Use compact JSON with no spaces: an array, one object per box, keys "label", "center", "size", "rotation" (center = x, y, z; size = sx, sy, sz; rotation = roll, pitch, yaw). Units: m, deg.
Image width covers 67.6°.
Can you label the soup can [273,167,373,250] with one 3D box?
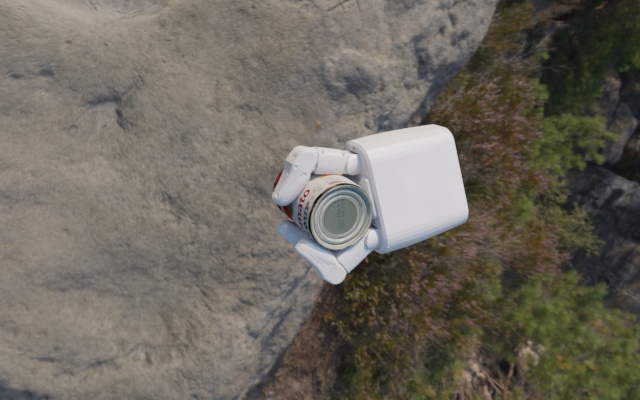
[{"label":"soup can","center":[0.000,0.002,0.484],"size":[0.068,0.068,0.102],"rotation":[0,17,-25]}]
